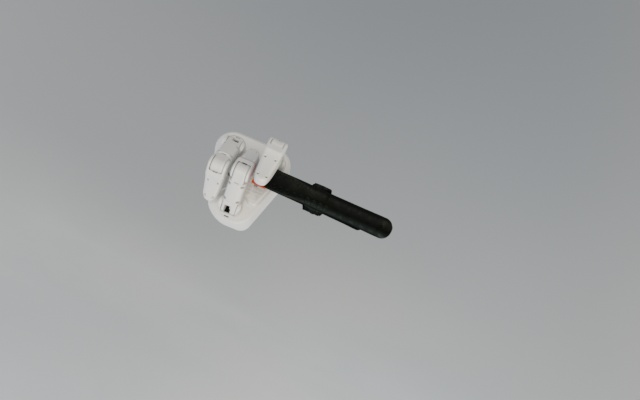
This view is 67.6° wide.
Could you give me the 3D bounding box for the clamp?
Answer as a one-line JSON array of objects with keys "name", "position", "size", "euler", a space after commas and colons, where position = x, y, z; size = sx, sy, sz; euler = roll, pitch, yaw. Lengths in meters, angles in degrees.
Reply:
[{"name": "clamp", "position": [0.000, 0.002, 0.591], "size": [0.171, 0.039, 0.120], "euler": [27, -9, -2]}]
